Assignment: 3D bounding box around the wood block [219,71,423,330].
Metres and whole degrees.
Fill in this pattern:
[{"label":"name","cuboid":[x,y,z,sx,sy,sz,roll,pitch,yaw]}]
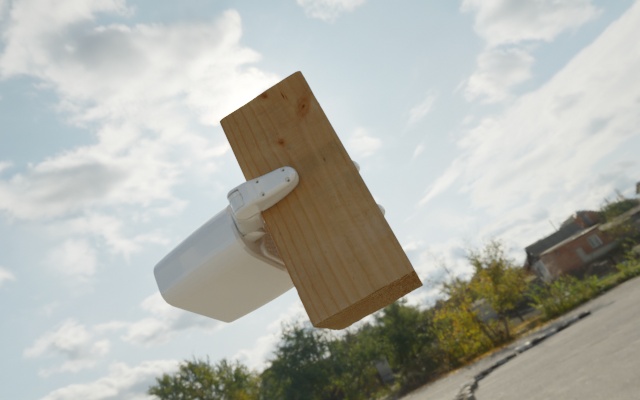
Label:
[{"label":"wood block","cuboid":[0.000,0.001,0.431,0.090,0.206,0.091,-30,-22,6]}]
